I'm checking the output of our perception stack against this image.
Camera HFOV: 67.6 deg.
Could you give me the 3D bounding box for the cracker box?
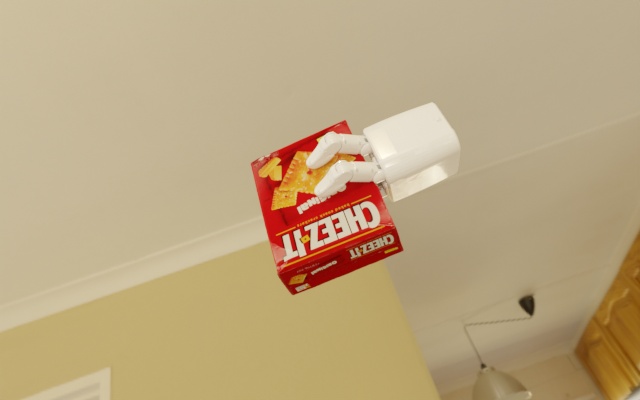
[{"bbox_3d":[0.000,0.002,0.679,0.164,0.213,0.072,-23,-40,4],"label":"cracker box"}]
